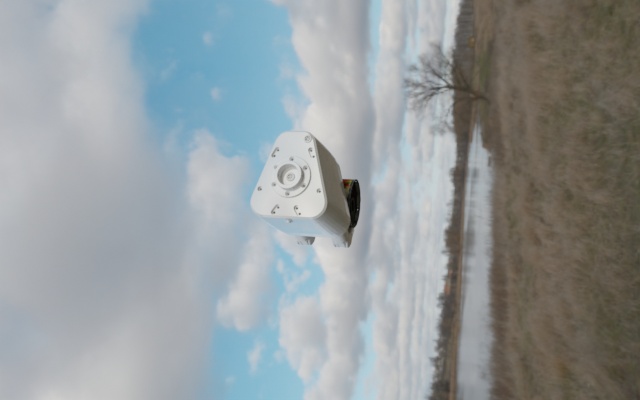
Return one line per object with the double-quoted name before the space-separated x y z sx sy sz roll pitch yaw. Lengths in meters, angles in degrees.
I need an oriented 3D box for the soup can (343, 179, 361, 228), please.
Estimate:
"soup can" 0.000 0.002 0.676 0.102 0.068 0.068 2 1 17
